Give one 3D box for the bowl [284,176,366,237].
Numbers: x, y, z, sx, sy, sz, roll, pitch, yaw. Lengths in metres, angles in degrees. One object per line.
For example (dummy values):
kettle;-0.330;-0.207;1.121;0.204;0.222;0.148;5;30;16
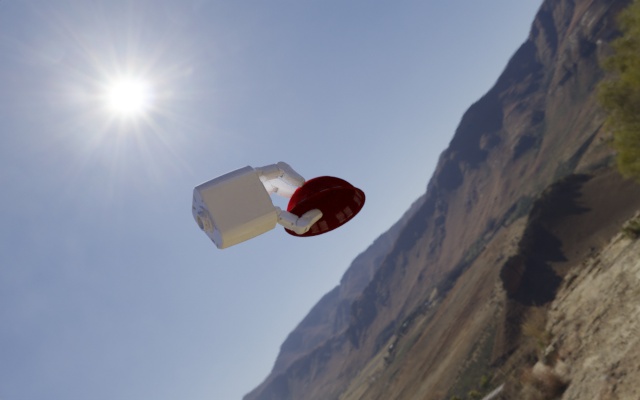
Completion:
bowl;0.001;0.003;0.888;0.162;0.055;0.162;-17;-30;-10
